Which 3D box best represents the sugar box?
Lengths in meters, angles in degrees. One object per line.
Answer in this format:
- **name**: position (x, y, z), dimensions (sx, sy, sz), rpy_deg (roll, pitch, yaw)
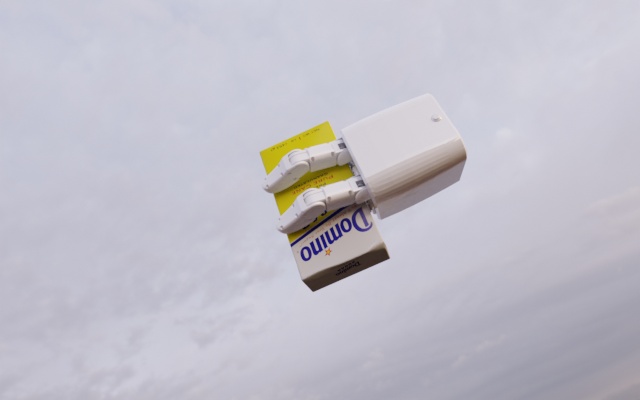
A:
- **sugar box**: position (0.000, 0.001, 0.529), dimensions (0.093, 0.176, 0.048), rpy_deg (-25, -35, 4)
